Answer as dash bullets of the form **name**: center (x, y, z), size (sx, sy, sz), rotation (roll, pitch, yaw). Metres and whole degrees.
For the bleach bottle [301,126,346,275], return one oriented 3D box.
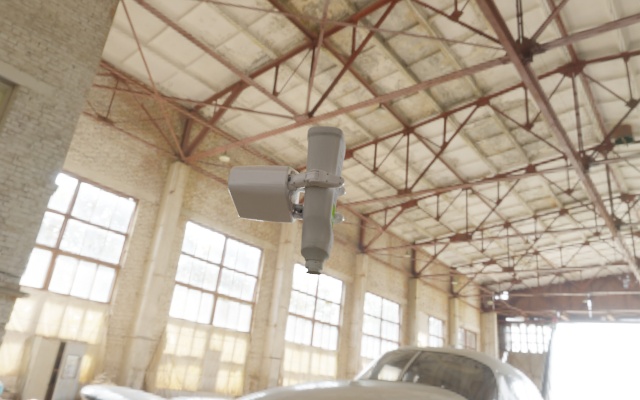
- **bleach bottle**: center (0.000, 0.003, 0.836), size (0.068, 0.250, 0.103), rotation (3, -21, 9)
